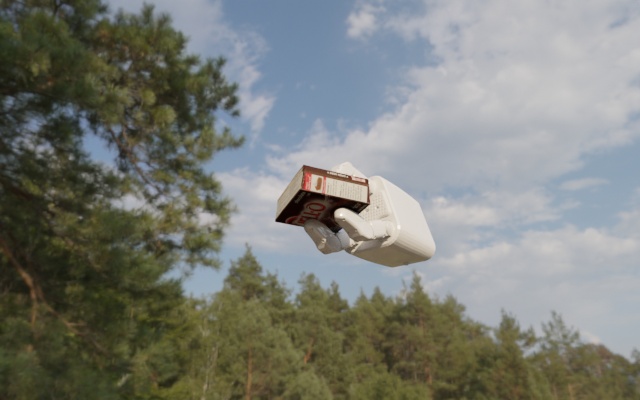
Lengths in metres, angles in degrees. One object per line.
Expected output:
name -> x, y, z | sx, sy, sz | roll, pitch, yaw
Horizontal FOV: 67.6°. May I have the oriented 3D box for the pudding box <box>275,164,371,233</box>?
pudding box -> 0.000, 0.002, 0.608 | 0.090, 0.039, 0.113 | 11, -28, -17
